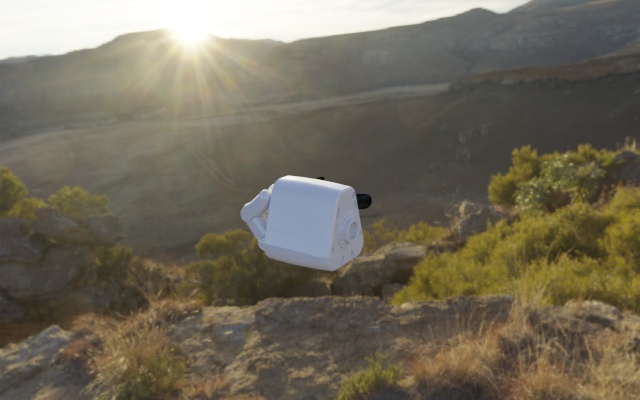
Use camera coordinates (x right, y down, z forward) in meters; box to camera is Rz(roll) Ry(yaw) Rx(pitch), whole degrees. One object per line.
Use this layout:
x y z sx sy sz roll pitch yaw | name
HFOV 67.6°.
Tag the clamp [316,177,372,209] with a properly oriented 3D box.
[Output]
0.000 0.002 0.764 0.120 0.039 0.171 13 24 32 | clamp
